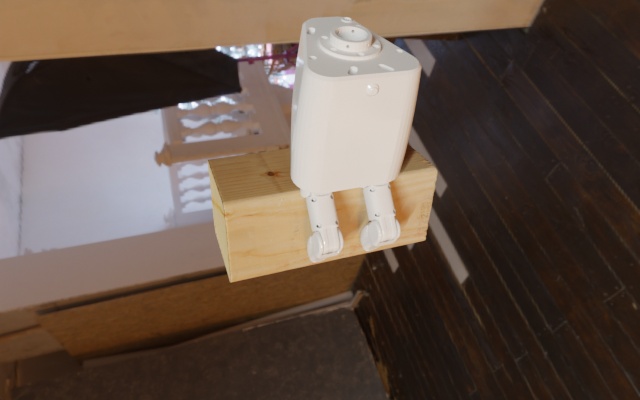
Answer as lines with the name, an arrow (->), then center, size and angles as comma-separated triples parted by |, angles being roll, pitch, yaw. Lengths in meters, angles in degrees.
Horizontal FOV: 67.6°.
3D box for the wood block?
wood block -> 0.000, 0.001, 0.483 | 0.206, 0.090, 0.090 | -10, 34, -17
